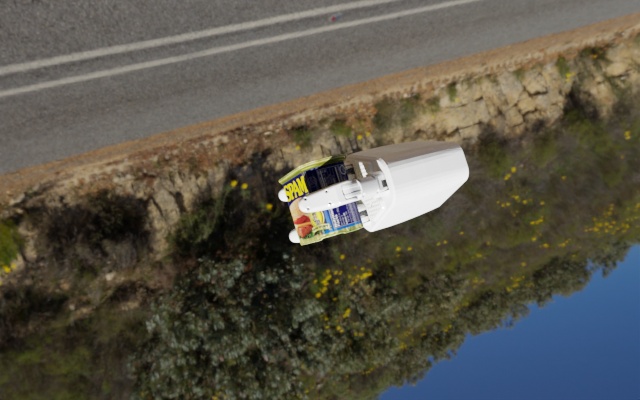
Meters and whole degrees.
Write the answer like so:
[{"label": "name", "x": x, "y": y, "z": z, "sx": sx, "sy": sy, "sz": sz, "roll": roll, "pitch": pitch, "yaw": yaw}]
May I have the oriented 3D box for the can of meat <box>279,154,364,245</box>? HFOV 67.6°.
[{"label": "can of meat", "x": 0.000, "y": 0.002, "z": 0.551, "sx": 0.057, "sy": 0.084, "sz": 0.102, "roll": -16, "pitch": -3, "yaw": -24}]
